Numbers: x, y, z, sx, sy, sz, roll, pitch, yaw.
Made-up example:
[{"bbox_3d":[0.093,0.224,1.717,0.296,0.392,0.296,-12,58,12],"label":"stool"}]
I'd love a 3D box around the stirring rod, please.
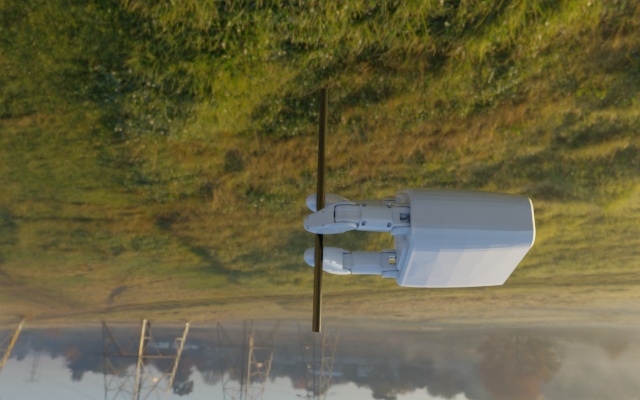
[{"bbox_3d":[0.000,0.001,0.457,0.011,0.239,0.011,2,-17,0],"label":"stirring rod"}]
